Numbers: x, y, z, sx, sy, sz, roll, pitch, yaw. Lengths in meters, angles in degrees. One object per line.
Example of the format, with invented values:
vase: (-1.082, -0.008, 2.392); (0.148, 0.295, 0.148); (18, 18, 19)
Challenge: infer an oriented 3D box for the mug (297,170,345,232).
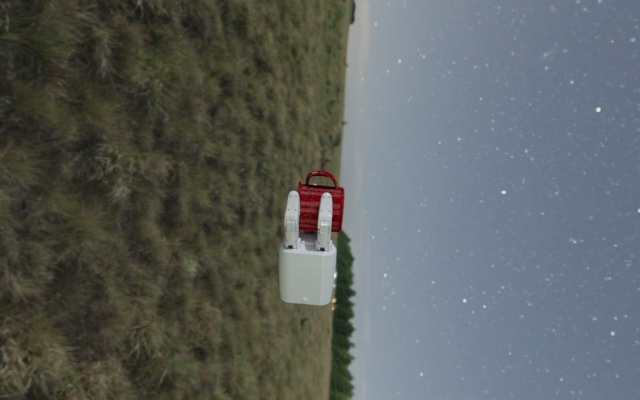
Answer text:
mug: (0.000, 0.001, 0.841); (0.081, 0.117, 0.093); (4, 22, 1)
